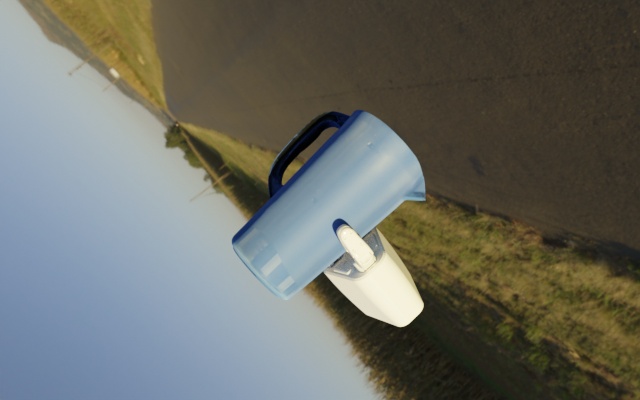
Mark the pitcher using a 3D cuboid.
[{"bbox_3d":[0.000,0.002,0.621,0.243,0.145,0.149,-43,24,-5],"label":"pitcher"}]
